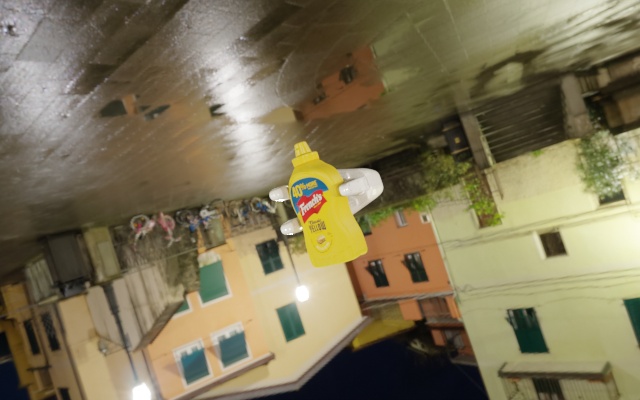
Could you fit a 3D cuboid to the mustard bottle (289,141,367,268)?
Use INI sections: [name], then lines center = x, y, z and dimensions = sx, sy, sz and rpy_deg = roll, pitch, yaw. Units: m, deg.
[mustard bottle]
center = 0.000, 0.003, 0.730
dimensions = 0.096, 0.191, 0.058
rpy_deg = -19, -1, 43
